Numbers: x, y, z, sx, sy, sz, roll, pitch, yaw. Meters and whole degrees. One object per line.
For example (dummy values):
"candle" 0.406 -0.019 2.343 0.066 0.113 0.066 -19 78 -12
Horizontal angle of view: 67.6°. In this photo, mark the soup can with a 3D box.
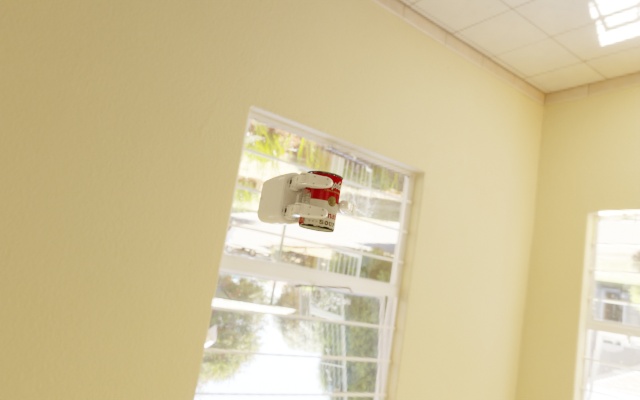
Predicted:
"soup can" 0.000 0.003 0.873 0.068 0.102 0.068 9 -9 2
